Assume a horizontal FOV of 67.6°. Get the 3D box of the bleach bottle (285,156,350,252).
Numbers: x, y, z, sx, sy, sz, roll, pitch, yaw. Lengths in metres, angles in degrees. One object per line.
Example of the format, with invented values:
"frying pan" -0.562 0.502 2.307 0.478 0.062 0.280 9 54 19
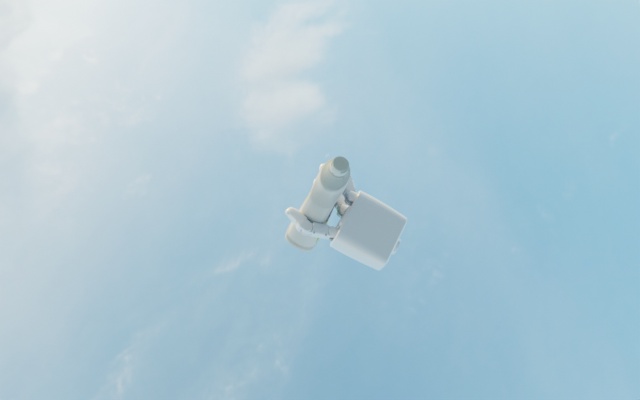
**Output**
"bleach bottle" 0.000 0.003 0.888 0.068 0.102 0.251 28 -31 0
